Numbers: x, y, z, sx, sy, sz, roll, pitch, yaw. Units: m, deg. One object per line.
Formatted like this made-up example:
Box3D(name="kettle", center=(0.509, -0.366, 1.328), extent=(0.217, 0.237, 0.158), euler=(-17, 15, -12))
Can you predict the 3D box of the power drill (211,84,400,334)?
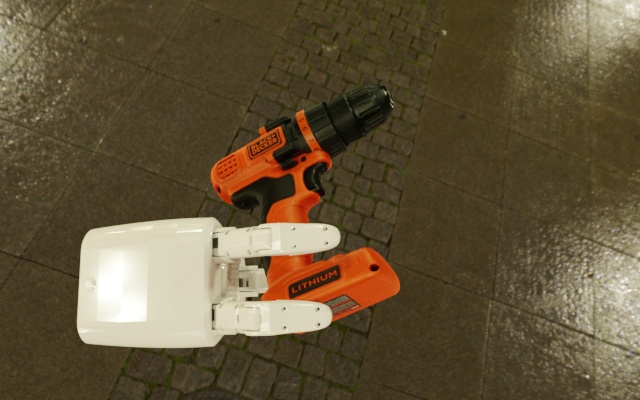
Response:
Box3D(name="power drill", center=(0.000, 0.002, 0.404), extent=(0.184, 0.187, 0.057), euler=(-28, -36, 14))
